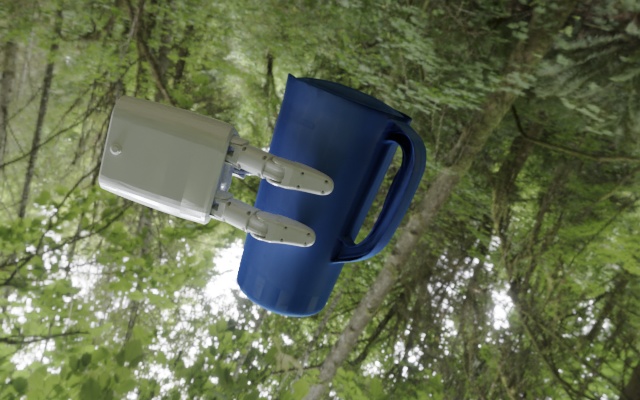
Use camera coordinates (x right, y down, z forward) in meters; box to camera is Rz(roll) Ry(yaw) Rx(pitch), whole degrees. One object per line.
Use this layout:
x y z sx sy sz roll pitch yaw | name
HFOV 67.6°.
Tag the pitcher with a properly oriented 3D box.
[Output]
0.000 0.002 0.506 0.145 0.243 0.149 17 16 -8 | pitcher
